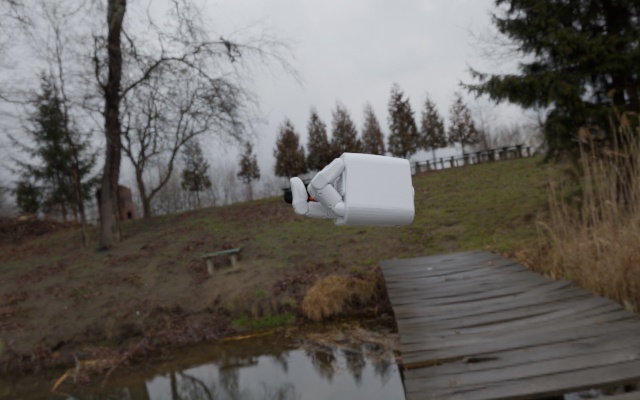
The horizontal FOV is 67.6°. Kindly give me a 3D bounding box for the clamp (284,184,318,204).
[{"bbox_3d":[0.000,0.002,0.832,0.120,0.039,0.171,14,-5,-8],"label":"clamp"}]
